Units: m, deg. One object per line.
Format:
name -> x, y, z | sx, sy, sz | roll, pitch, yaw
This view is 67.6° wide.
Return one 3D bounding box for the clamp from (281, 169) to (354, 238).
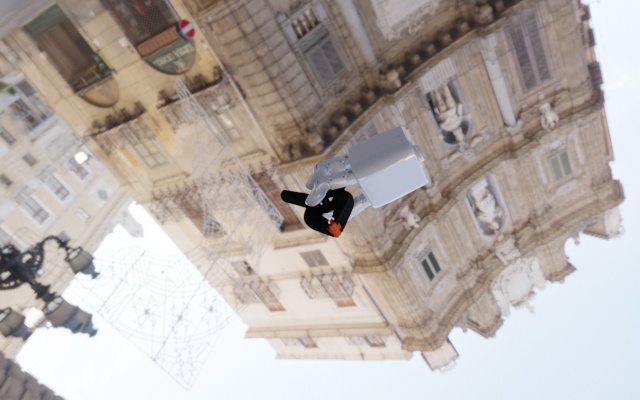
clamp -> 0.001, 0.004, 0.863 | 0.164, 0.036, 0.209 | -25, 30, 12
